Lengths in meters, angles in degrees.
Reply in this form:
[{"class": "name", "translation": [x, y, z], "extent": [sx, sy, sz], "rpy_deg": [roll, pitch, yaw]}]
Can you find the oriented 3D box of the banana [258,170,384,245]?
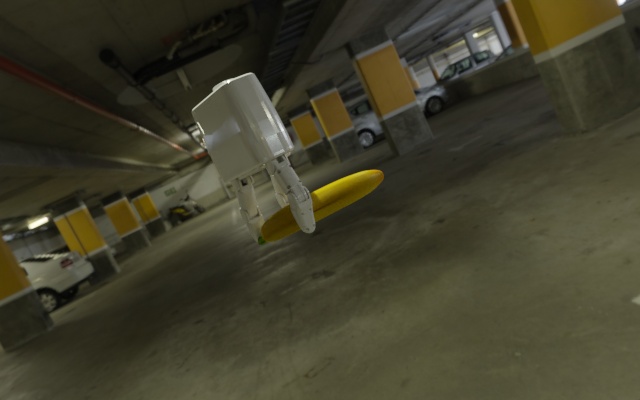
[{"class": "banana", "translation": [-0.002, 0.005, 0.634], "extent": [0.198, 0.037, 0.069], "rpy_deg": [-27, 4, 0]}]
